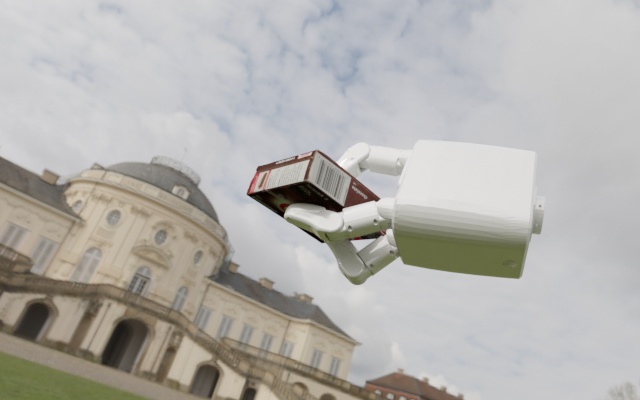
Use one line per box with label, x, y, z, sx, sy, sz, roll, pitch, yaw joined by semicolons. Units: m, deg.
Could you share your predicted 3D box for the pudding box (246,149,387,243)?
pudding box;0.000;0.001;0.463;0.090;0.039;0.113;-11;-39;45
